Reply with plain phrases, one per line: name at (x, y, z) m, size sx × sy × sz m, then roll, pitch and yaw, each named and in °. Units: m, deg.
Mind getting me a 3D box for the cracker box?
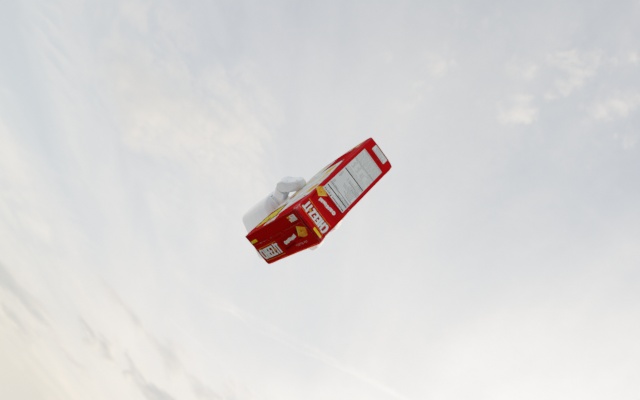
cracker box at (0.000, 0.002, 0.784) m, size 0.213 × 0.072 × 0.164 m, roll -44°, pitch 9°, yaw -37°
